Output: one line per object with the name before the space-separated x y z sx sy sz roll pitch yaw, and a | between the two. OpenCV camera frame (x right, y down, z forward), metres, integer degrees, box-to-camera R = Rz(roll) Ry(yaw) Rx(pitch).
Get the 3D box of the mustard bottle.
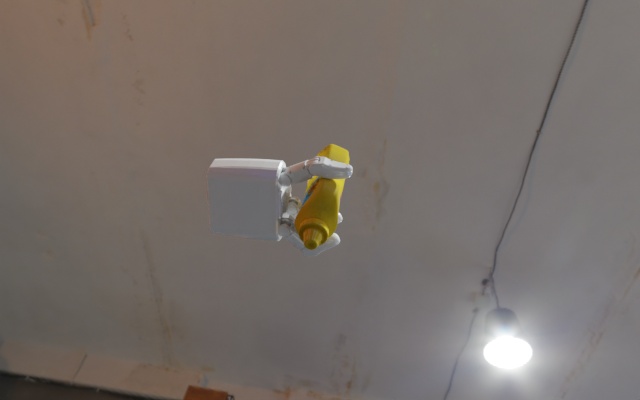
mustard bottle | 0.000 0.002 0.698 0.058 0.096 0.191 24 36 -7
